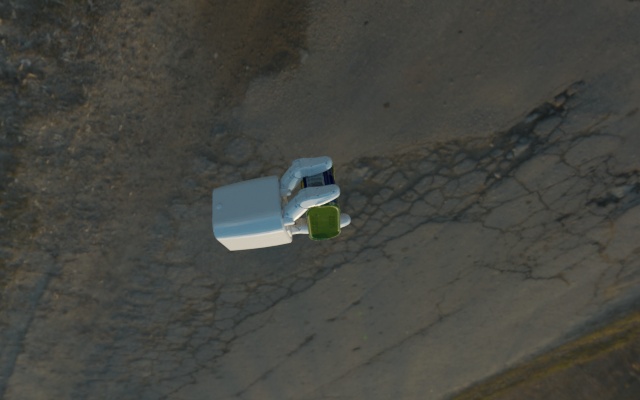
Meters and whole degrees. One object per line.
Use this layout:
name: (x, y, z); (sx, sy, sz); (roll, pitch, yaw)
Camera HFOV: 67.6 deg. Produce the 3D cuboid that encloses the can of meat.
can of meat: (0.000, 0.003, 0.752); (0.057, 0.084, 0.102); (-8, -36, -1)
